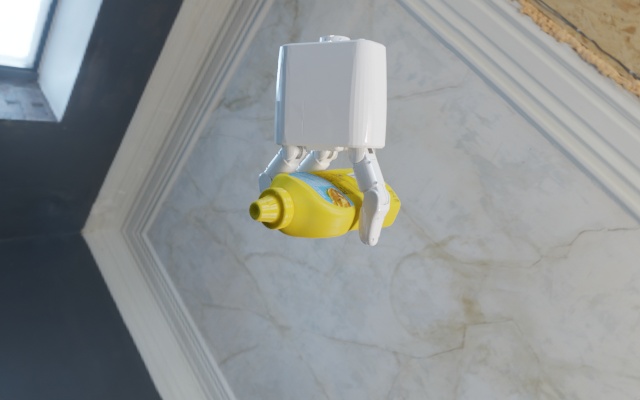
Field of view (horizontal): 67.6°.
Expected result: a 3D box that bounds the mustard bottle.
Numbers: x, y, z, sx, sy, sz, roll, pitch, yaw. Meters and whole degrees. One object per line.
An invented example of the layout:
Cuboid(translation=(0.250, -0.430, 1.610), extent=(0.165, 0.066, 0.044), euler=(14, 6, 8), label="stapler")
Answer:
Cuboid(translation=(0.000, 0.002, 0.519), extent=(0.096, 0.058, 0.191), euler=(36, 26, 32), label="mustard bottle")
